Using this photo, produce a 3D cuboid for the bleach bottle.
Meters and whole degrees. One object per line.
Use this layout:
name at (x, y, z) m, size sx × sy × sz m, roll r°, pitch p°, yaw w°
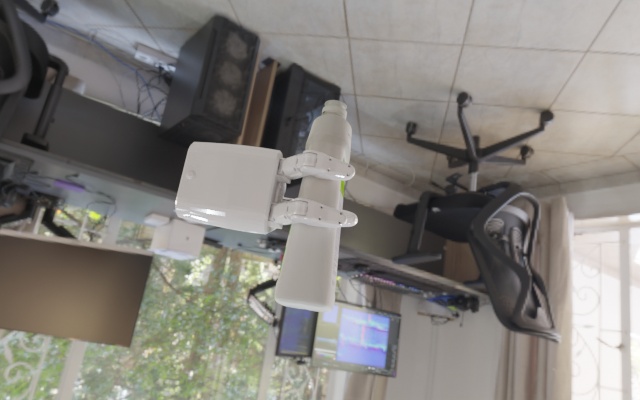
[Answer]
bleach bottle at (0.000, 0.002, 0.574) m, size 0.068 × 0.250 × 0.102 m, roll 8°, pitch -16°, yaw 3°
